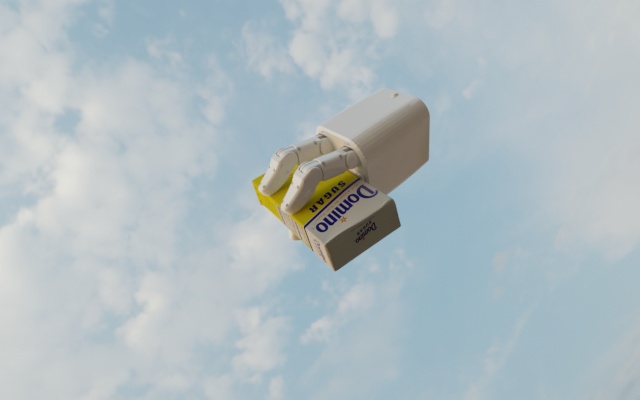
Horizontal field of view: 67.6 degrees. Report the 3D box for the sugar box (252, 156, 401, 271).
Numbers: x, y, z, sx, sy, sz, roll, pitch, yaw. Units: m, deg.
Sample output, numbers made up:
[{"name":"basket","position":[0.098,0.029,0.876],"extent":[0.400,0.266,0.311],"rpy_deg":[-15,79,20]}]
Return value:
[{"name":"sugar box","position":[0.000,0.001,0.553],"extent":[0.093,0.048,0.176],"rpy_deg":[-33,35,-18]}]
